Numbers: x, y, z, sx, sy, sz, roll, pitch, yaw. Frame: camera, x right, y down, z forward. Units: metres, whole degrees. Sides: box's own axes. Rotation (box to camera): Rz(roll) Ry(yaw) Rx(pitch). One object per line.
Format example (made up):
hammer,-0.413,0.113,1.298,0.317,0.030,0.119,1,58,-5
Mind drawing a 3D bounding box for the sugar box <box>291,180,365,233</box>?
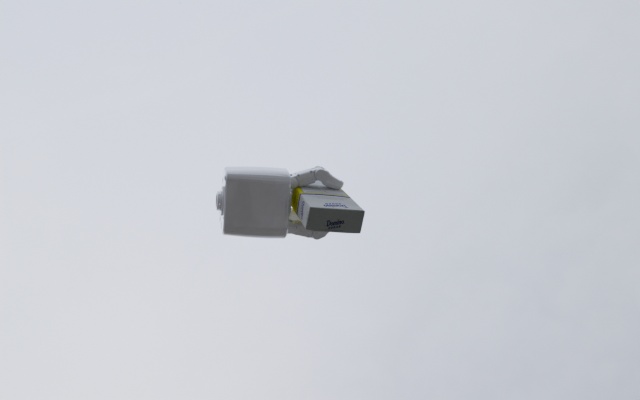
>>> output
sugar box,0.000,0.003,0.808,0.093,0.048,0.176,5,20,-18
